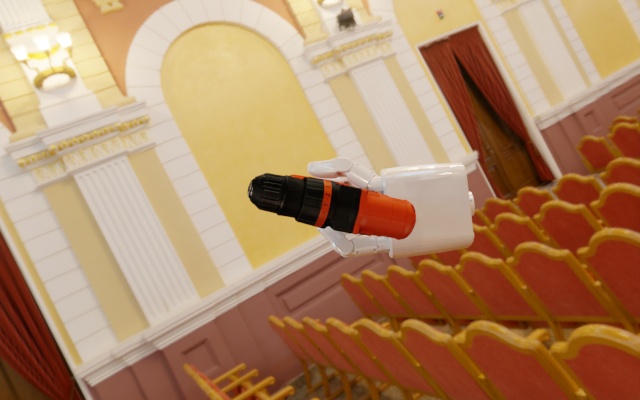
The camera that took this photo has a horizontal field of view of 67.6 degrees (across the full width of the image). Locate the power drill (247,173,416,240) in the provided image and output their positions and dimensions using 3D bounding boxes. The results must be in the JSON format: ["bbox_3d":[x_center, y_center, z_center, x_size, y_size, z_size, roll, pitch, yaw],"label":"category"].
[{"bbox_3d":[0.000,0.002,0.577,0.184,0.057,0.187,14,3,-12],"label":"power drill"}]
